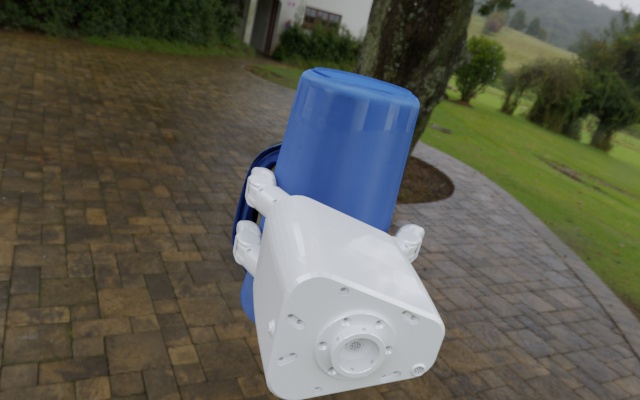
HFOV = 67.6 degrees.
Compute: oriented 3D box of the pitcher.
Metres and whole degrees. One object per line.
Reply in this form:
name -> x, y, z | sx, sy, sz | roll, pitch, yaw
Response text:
pitcher -> 0.000, 0.002, 0.462 | 0.149, 0.243, 0.145 | 9, 21, -13
